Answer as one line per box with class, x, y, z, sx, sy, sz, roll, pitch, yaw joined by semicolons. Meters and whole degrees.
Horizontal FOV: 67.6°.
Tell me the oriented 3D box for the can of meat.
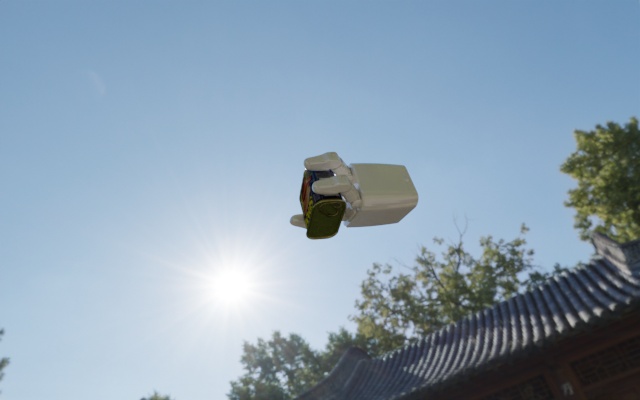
can of meat;0.000;0.002;0.810;0.057;0.084;0.102;-3;-40;-16
